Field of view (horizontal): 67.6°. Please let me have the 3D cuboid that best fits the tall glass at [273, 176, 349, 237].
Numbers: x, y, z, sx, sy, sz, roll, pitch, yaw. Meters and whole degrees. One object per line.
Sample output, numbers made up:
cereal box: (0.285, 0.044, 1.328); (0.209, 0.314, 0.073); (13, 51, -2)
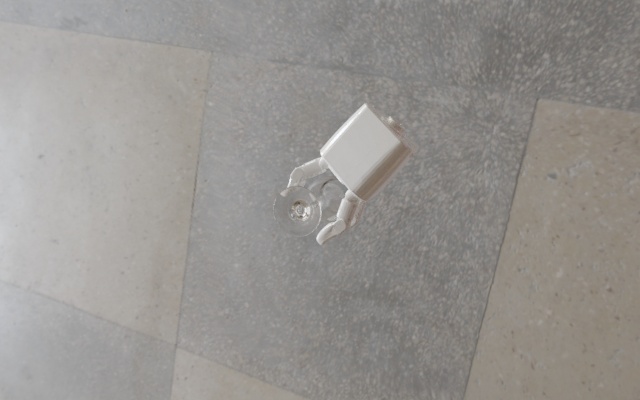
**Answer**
tall glass: (0.000, 0.003, 0.775); (0.079, 0.079, 0.201); (0, 7, 20)
